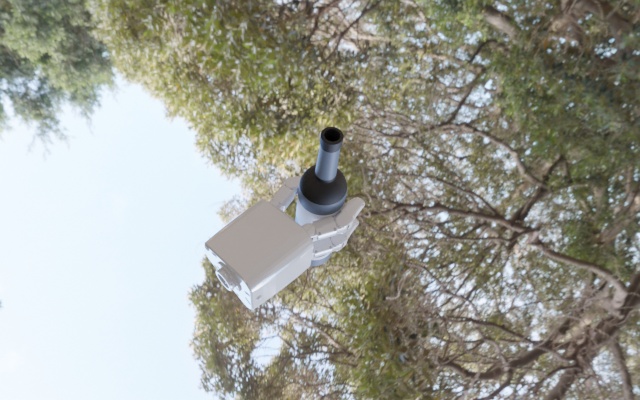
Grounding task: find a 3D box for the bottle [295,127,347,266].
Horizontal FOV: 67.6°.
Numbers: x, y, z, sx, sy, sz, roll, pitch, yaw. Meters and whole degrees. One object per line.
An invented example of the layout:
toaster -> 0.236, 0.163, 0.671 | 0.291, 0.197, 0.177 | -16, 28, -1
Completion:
bottle -> 0.000, 0.002, 0.680 | 0.069, 0.069, 0.296 | 0, -32, -6
